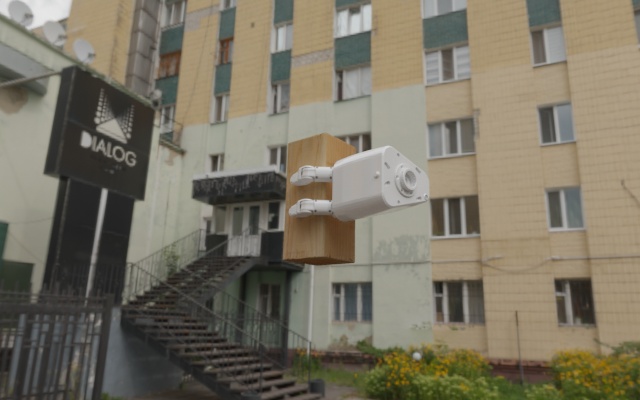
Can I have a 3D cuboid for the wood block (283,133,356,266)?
[{"bbox_3d":[0.001,0.003,0.819,0.090,0.206,0.091,-10,-19,39],"label":"wood block"}]
